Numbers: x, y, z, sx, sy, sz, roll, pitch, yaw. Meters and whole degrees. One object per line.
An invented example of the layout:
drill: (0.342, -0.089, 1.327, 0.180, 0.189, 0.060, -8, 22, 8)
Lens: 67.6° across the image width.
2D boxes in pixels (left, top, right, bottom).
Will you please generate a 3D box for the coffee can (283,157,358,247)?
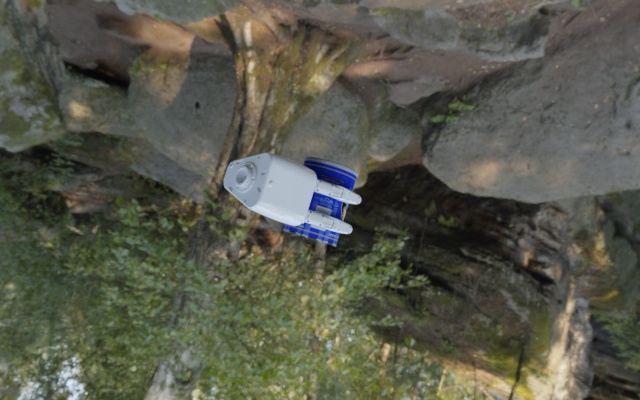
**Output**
coffee can: (0.000, 0.003, 0.875, 0.103, 0.140, 0.103, 17, -4, 1)
